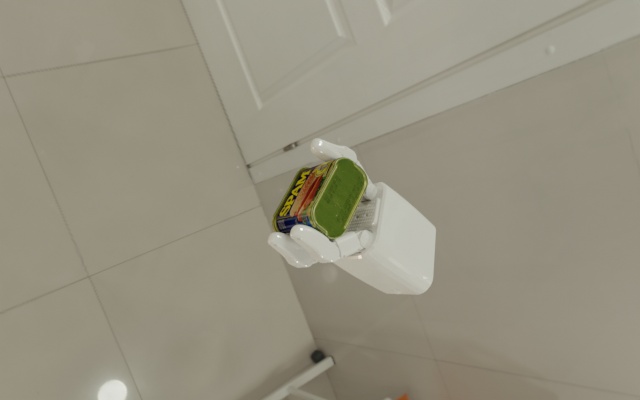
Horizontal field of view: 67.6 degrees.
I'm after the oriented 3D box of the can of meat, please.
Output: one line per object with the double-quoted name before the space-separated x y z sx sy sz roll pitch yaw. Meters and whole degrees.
"can of meat" 0.000 0.002 0.566 0.057 0.102 0.084 39 -27 -23
